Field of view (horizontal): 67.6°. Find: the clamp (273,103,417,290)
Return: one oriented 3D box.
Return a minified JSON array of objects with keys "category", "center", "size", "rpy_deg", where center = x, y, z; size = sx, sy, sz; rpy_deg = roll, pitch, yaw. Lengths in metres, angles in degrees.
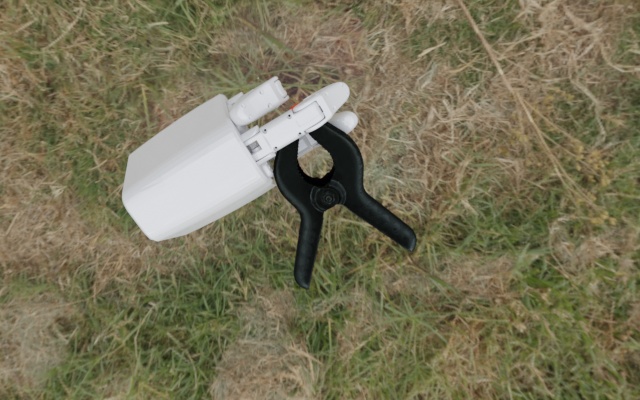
[{"category":"clamp","center":[0.000,0.001,0.430],"size":[0.120,0.171,0.039],"rpy_deg":[-31,16,2]}]
